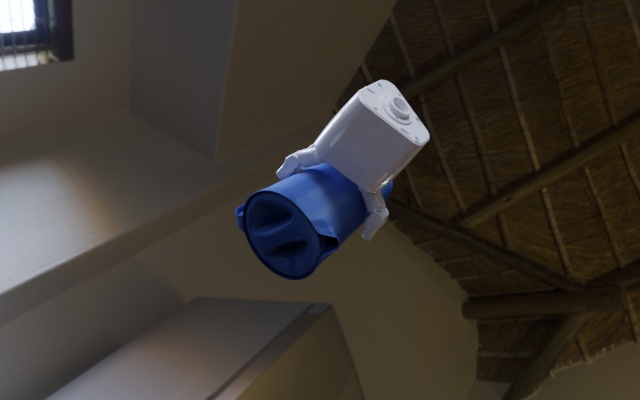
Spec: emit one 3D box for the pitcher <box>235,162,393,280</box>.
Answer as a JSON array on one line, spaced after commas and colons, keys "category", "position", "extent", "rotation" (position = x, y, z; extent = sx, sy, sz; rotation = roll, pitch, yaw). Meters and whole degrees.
[{"category": "pitcher", "position": [0.000, 0.002, 0.726], "extent": [0.242, 0.149, 0.145], "rotation": [-34, -10, -47]}]
